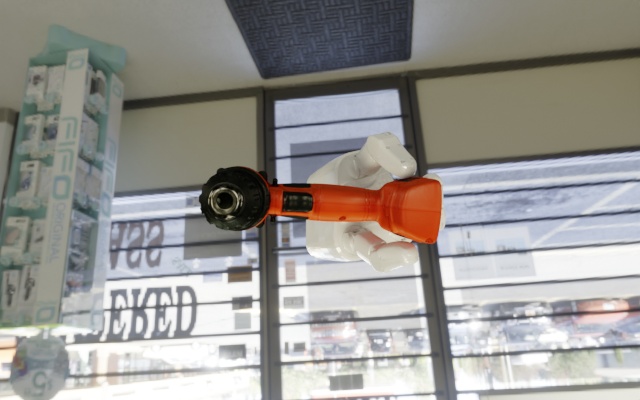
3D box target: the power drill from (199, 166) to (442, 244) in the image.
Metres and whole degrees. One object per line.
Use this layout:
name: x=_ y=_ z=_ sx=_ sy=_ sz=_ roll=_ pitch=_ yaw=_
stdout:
power drill: x=0.000 y=0.001 z=0.401 sx=0.187 sy=0.057 sz=0.184 roll=5 pitch=3 yaw=-4
